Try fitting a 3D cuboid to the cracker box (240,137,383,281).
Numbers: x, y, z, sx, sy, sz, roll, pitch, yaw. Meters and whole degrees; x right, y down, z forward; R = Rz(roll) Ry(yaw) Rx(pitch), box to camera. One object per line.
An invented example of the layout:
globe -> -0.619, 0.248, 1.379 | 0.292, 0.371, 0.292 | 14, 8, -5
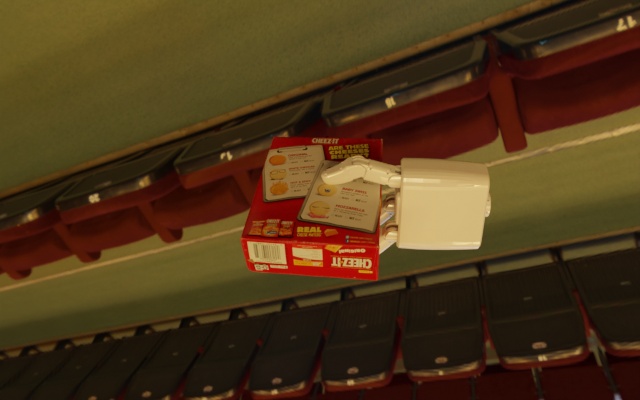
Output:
cracker box -> 0.000, 0.002, 0.642 | 0.164, 0.072, 0.213 | 2, 42, 6
